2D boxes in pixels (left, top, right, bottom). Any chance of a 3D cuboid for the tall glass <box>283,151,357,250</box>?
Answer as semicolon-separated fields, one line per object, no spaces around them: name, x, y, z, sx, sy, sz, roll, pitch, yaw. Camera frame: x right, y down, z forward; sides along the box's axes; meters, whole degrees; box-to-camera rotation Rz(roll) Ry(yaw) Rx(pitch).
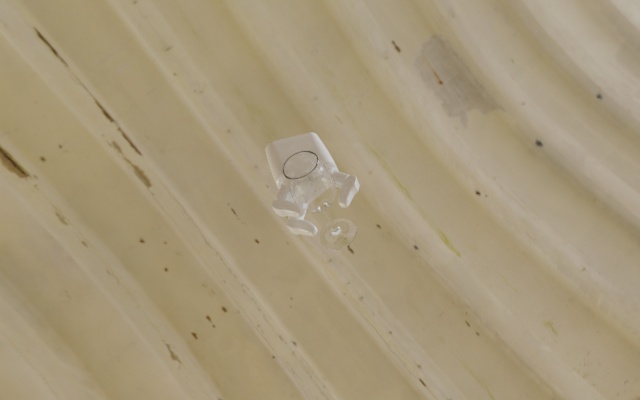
tall glass;0.000;0.003;0.838;0.079;0.079;0.201;0;-37;24
